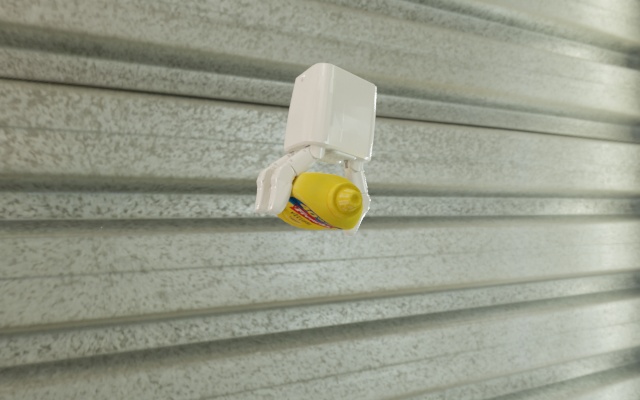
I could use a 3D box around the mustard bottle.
[{"bbox_3d":[0.000,0.002,0.608,0.096,0.058,0.191,36,-16,-19],"label":"mustard bottle"}]
